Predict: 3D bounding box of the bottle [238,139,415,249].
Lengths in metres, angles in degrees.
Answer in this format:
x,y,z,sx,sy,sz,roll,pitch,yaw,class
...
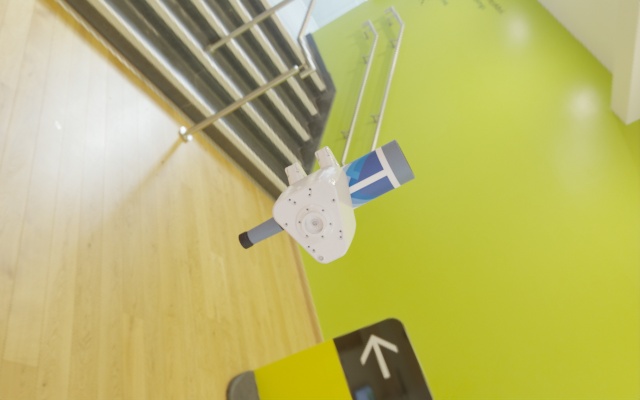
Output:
x,y,z,sx,sy,sz,roll,pitch,yaw,class
0.000,0.002,0.751,0.296,0.069,0.069,-27,-7,13,bottle
